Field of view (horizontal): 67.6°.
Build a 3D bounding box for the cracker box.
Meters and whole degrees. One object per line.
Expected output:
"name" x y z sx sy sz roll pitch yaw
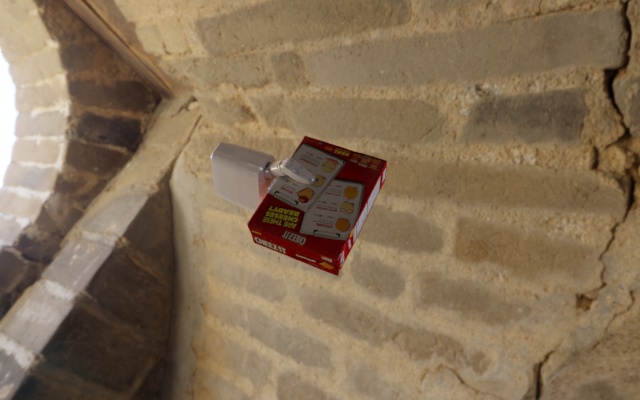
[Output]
"cracker box" 0.000 0.002 0.826 0.164 0.213 0.072 19 -30 17
